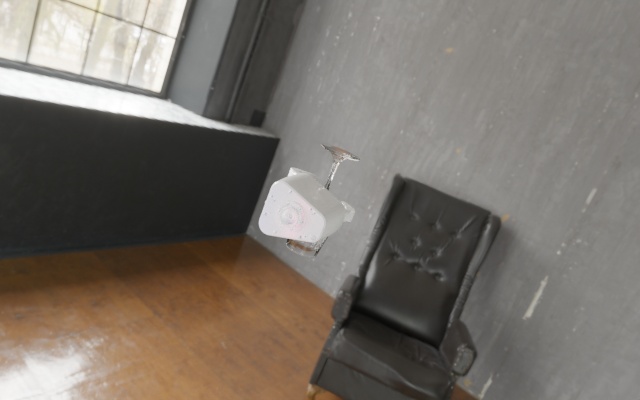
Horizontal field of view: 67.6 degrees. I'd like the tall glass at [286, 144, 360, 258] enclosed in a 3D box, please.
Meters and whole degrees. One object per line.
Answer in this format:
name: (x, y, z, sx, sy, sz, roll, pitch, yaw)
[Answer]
tall glass: (0.000, 0.002, 0.873, 0.079, 0.201, 0.079, 20, 15, -6)
